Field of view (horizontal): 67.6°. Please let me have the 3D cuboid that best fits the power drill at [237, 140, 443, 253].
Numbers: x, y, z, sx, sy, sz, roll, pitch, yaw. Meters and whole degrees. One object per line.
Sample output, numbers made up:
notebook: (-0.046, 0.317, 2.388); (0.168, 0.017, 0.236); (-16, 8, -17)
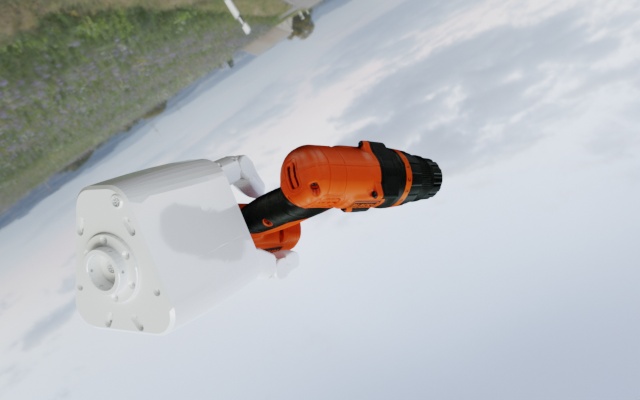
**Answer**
power drill: (0.000, 0.002, 0.446); (0.184, 0.057, 0.188); (1, -21, -45)
